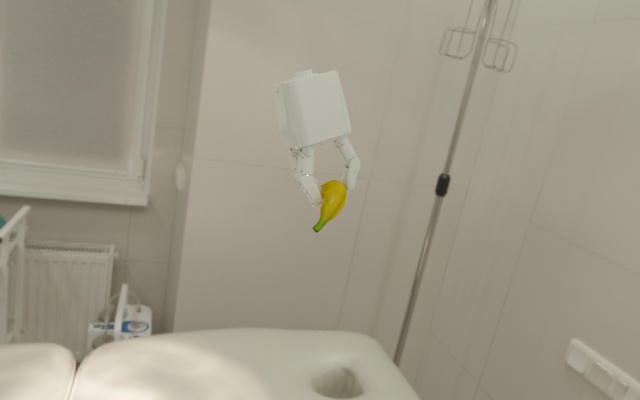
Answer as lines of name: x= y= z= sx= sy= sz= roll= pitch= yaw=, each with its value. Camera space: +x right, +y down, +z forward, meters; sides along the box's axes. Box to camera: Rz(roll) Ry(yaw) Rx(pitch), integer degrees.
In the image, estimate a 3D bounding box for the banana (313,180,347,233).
banana: x=0.015 y=-0.006 z=0.836 sx=0.069 sy=0.037 sz=0.197 roll=-33 pitch=12 yaw=12
